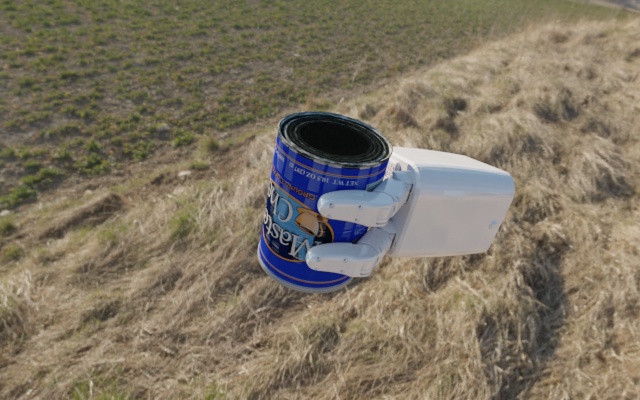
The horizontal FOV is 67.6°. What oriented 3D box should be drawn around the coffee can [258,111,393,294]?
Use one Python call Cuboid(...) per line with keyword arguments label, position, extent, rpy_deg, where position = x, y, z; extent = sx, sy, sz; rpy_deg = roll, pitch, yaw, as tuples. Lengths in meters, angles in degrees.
Cuboid(label="coffee can", position=(0.000, 0.002, 0.451), extent=(0.103, 0.140, 0.102), rpy_deg=(9, 32, -6))
